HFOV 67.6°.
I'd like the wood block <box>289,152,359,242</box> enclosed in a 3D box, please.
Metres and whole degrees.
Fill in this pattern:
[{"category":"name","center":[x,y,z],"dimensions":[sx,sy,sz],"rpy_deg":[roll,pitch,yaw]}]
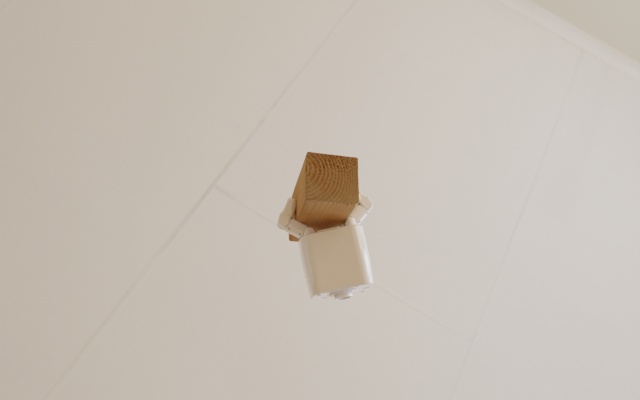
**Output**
[{"category":"wood block","center":[0.000,0.003,0.873],"dimensions":[0.091,0.090,0.206],"rpy_deg":[5,-24,-10]}]
